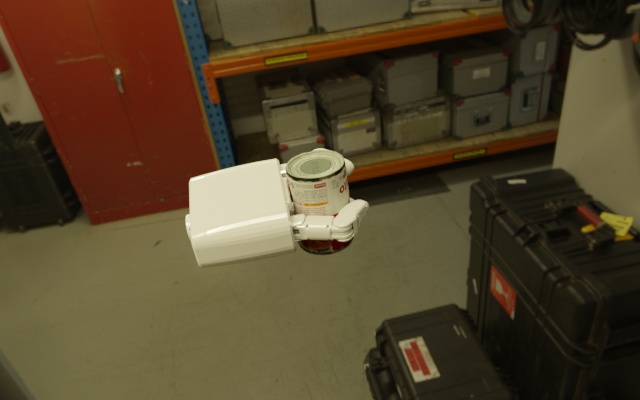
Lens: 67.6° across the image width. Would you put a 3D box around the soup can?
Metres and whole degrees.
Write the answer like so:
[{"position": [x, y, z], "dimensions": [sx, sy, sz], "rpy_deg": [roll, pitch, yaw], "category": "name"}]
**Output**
[{"position": [0.001, 0.002, 0.545], "dimensions": [0.068, 0.102, 0.068], "rpy_deg": [-6, 33, 4], "category": "soup can"}]
